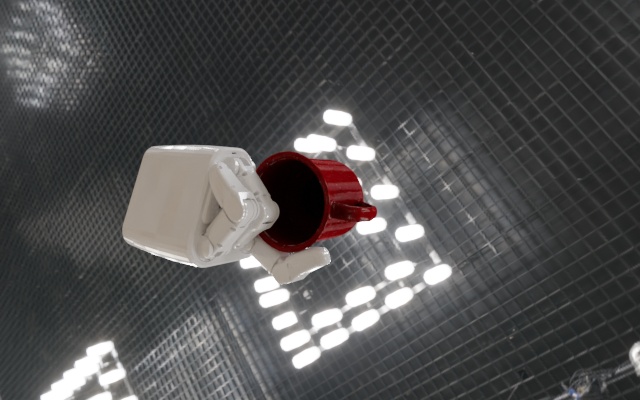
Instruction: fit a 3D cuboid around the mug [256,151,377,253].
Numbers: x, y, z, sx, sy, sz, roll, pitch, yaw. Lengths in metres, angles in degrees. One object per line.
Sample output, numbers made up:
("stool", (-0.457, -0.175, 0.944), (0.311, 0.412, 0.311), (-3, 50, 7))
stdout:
("mug", (0.001, 0.002, 0.463), (0.117, 0.093, 0.081), (9, 8, 32))
